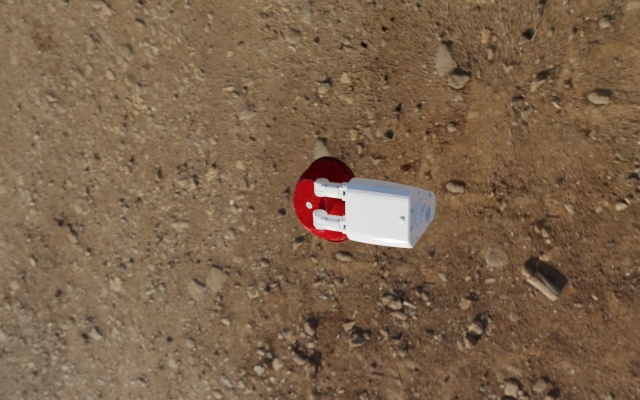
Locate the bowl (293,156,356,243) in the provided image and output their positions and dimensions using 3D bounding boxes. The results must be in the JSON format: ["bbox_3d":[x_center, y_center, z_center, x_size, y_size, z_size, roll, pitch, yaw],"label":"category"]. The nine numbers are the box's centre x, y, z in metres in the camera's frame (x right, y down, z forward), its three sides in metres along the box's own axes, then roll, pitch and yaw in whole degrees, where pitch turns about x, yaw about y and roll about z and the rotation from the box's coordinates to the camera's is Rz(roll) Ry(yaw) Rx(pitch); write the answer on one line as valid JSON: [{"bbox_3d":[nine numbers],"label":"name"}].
[{"bbox_3d":[-0.001,0.003,0.864,0.055,0.162,0.162,-12,8,-41],"label":"bowl"}]
